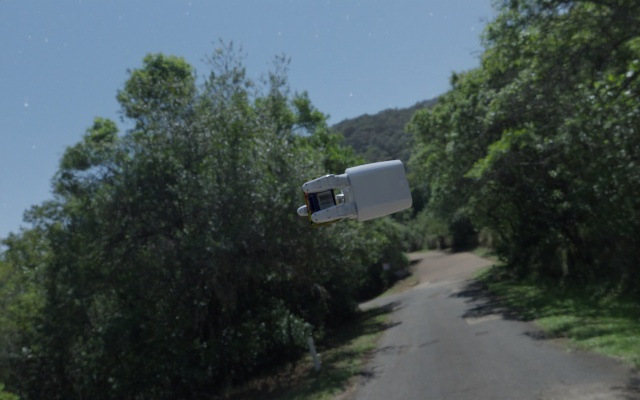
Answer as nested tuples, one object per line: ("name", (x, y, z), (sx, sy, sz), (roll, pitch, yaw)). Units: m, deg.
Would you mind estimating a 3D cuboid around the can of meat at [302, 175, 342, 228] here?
("can of meat", (0.000, 0.003, 0.891), (0.057, 0.084, 0.102), (-13, -6, -6))
